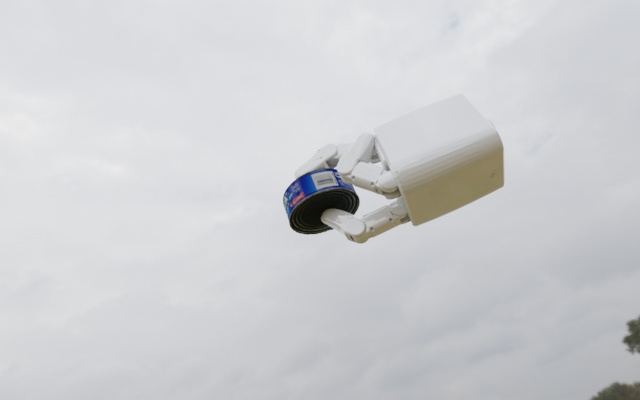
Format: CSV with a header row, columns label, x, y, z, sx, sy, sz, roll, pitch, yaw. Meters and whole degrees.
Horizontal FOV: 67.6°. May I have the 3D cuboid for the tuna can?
label,x,y,z,sx,sy,sz,roll,pitch,yaw
tuna can,0.000,0.001,0.556,0.086,0.033,0.086,-15,-34,-10
